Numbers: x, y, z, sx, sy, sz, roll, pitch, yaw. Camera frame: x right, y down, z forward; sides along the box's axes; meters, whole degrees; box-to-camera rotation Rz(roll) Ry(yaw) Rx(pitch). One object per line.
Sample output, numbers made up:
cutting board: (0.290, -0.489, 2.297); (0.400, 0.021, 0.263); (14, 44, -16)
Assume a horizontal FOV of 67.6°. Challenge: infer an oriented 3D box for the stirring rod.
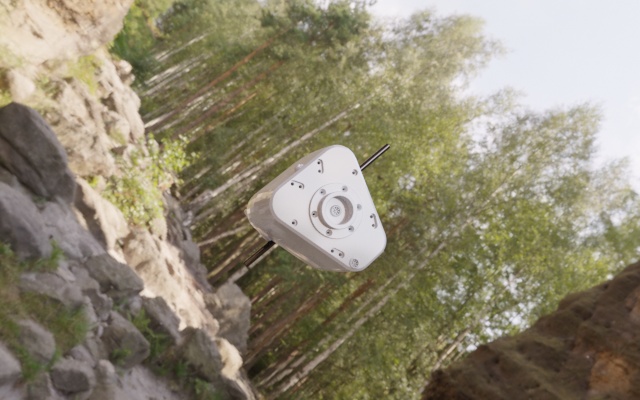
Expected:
stirring rod: (0.000, 0.002, 0.596); (0.239, 0.011, 0.011); (-40, 13, -16)
